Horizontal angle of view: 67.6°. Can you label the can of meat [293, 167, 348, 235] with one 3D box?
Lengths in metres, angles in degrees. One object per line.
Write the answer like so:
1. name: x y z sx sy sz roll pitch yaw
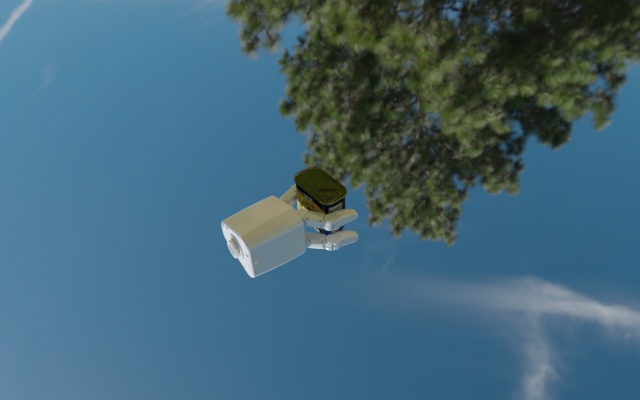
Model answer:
1. can of meat: 0.000 0.003 0.845 0.057 0.084 0.102 -29 49 -27
